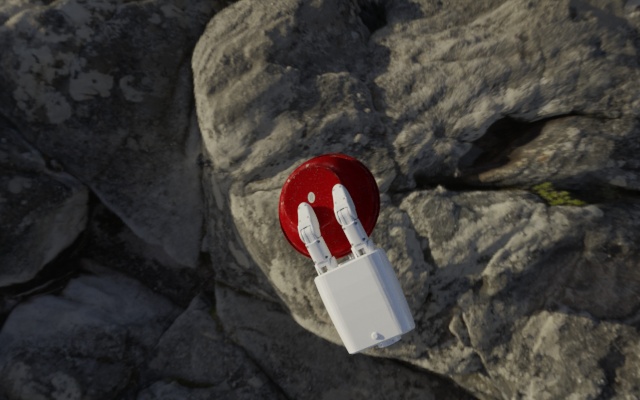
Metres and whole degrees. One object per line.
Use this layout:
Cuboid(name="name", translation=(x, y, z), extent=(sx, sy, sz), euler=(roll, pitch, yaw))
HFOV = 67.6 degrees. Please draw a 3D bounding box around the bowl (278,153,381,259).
Cuboid(name="bowl", translation=(-0.001, 0.001, 0.678), extent=(0.162, 0.162, 0.055), euler=(0, -13, 24))
